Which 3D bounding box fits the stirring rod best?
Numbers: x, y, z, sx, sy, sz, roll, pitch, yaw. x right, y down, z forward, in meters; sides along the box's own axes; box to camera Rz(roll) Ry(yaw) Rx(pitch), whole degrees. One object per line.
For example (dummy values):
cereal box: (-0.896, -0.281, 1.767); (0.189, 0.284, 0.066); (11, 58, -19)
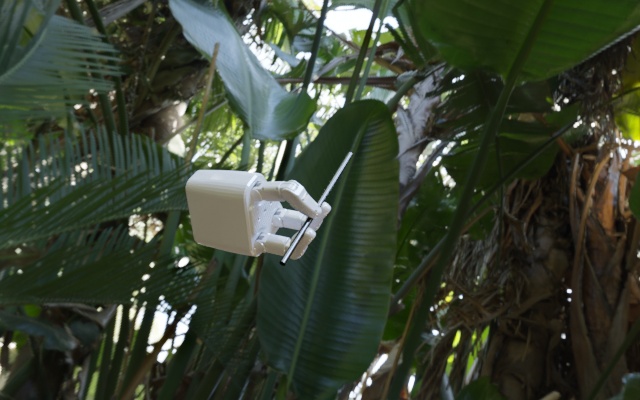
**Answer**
stirring rod: (0.000, 0.002, 0.658); (0.011, 0.011, 0.239); (0, 38, 29)
